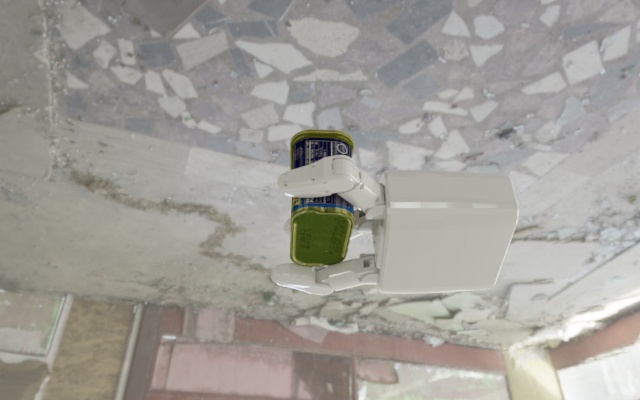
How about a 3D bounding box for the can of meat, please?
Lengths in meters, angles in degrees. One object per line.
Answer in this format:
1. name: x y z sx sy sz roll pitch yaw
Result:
1. can of meat: 0.000 0.002 0.429 0.057 0.084 0.102 2 -34 -3
